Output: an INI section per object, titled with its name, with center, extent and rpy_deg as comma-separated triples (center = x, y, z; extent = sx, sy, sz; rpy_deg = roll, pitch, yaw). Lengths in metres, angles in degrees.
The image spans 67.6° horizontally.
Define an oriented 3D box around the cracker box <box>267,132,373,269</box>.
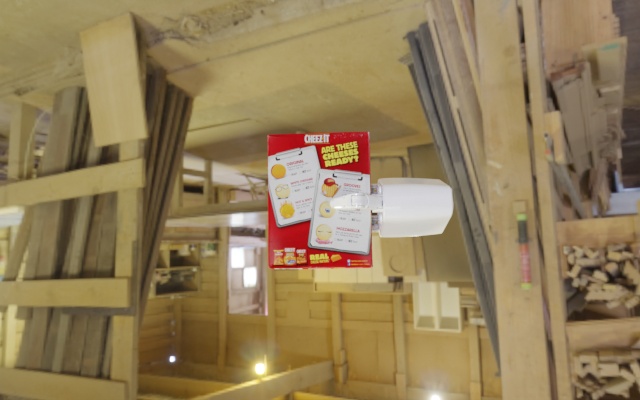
[cracker box]
center = 0.000, 0.003, 0.772
extent = 0.164, 0.213, 0.072
rpy_deg = -1, -7, 3
